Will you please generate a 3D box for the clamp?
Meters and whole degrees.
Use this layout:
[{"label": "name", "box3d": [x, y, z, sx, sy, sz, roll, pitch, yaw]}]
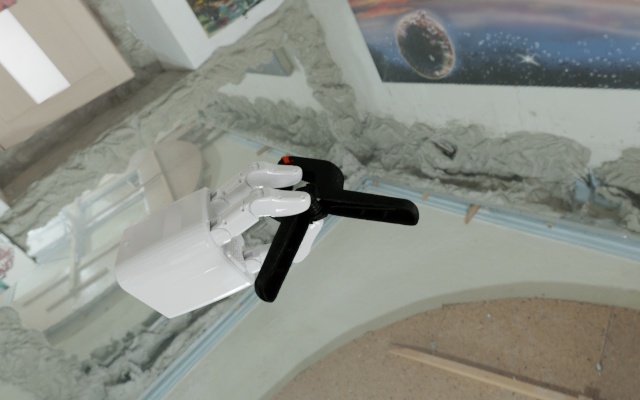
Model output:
[{"label": "clamp", "box3d": [0.000, 0.002, 0.503, 0.164, 0.036, 0.209, -23, 34, 3]}]
